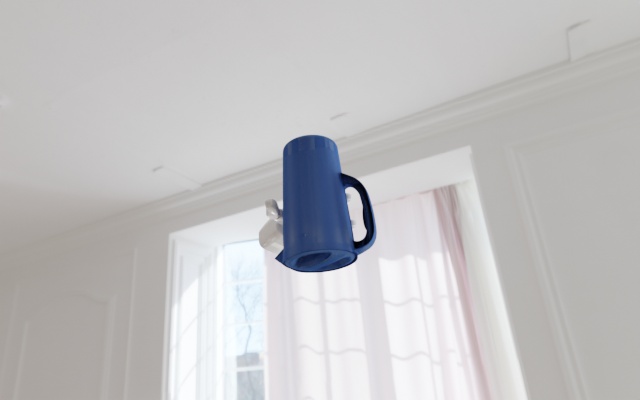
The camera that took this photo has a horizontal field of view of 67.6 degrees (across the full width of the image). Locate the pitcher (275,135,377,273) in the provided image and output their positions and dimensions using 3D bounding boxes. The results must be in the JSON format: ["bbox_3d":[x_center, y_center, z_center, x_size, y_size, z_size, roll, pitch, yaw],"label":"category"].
[{"bbox_3d":[0.000,0.003,0.882,0.149,0.242,0.145,7,-27,-26],"label":"pitcher"}]
